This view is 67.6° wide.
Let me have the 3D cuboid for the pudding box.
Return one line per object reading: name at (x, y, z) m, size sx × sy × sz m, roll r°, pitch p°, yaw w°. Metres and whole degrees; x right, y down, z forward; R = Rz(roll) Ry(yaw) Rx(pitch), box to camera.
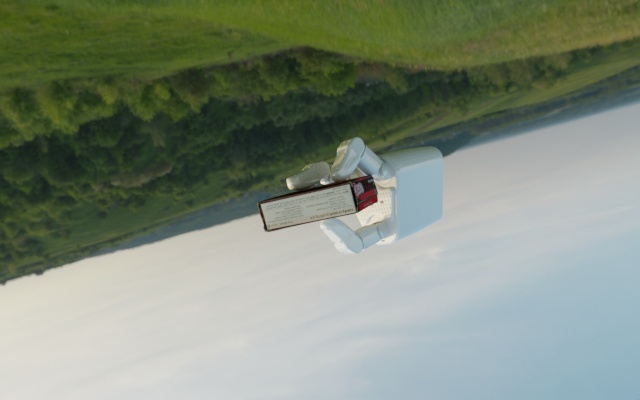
pudding box at (0.000, 0.002, 0.539) m, size 0.113 × 0.039 × 0.090 m, roll -14°, pitch 1°, yaw 21°
